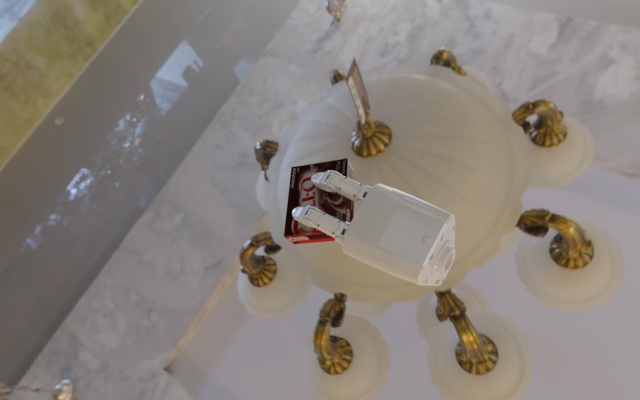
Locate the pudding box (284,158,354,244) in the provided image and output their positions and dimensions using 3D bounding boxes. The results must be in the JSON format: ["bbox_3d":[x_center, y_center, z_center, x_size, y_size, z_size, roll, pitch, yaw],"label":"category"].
[{"bbox_3d":[0.000,0.002,0.669,0.090,0.113,0.039,-7,-29,22],"label":"pudding box"}]
